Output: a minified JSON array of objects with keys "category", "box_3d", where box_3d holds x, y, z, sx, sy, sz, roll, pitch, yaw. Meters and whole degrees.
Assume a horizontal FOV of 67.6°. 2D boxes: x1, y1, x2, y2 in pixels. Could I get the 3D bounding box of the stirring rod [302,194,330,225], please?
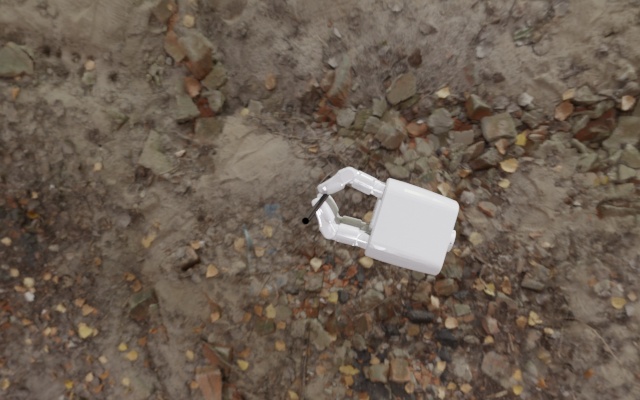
[{"category":"stirring rod","box_3d":[0.000,0.002,0.643,0.011,0.011,0.239,0,10,8]}]
